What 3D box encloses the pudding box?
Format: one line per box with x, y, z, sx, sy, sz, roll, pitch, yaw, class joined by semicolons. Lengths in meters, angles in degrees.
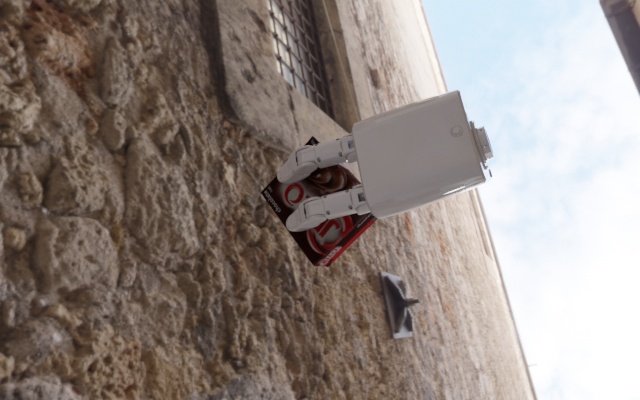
0.000;0.002;0.516;0.113;0.090;0.039;52;15;28;pudding box
